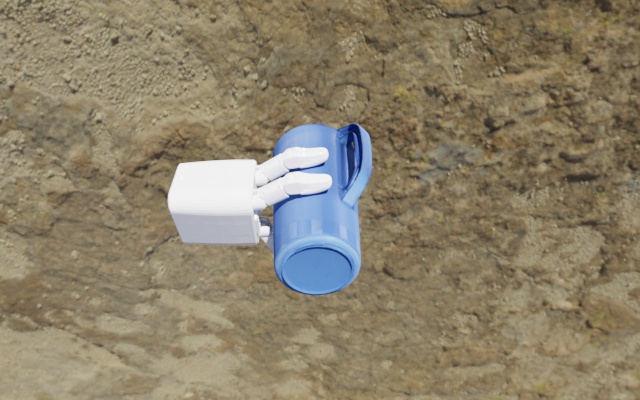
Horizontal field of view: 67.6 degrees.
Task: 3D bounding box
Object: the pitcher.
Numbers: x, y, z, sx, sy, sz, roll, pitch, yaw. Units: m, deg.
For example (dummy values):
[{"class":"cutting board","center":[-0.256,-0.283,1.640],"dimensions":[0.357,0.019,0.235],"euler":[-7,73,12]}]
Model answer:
[{"class":"pitcher","center":[0.000,0.002,0.668],"dimensions":[0.145,0.149,0.242],"euler":[-1,40,-2]}]
